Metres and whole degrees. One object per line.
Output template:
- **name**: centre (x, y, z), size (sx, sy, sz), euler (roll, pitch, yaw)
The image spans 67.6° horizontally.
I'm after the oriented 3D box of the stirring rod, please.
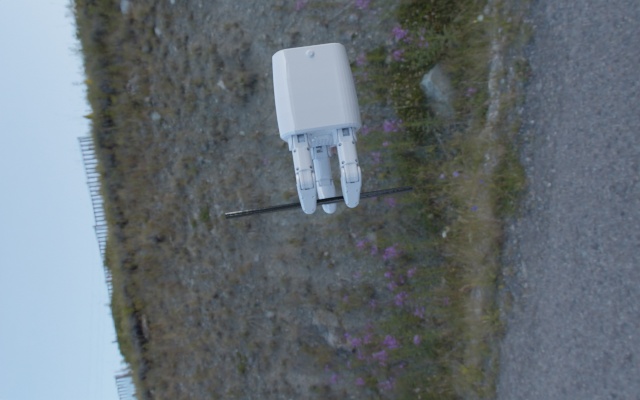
- **stirring rod**: centre (0.000, 0.002, 0.606), size (0.239, 0.011, 0.011), euler (-8, 0, -3)
